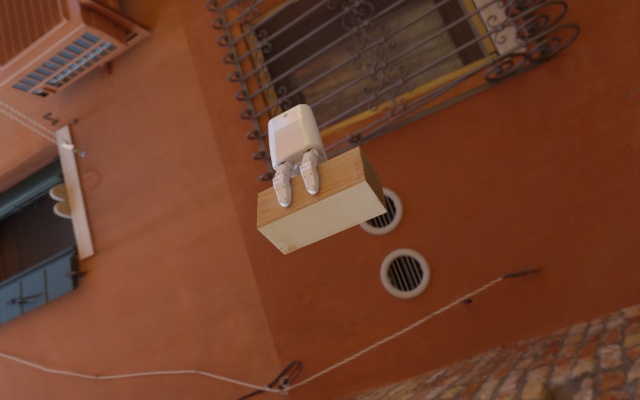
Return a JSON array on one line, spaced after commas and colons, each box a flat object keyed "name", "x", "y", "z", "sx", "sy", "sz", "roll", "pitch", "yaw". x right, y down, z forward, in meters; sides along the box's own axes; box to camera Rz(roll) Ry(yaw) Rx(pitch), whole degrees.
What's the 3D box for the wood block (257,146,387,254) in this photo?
[{"name": "wood block", "x": 0.000, "y": 0.003, "z": 0.837, "sx": 0.206, "sy": 0.090, "sz": 0.091, "roll": -24, "pitch": -47, "yaw": 18}]
